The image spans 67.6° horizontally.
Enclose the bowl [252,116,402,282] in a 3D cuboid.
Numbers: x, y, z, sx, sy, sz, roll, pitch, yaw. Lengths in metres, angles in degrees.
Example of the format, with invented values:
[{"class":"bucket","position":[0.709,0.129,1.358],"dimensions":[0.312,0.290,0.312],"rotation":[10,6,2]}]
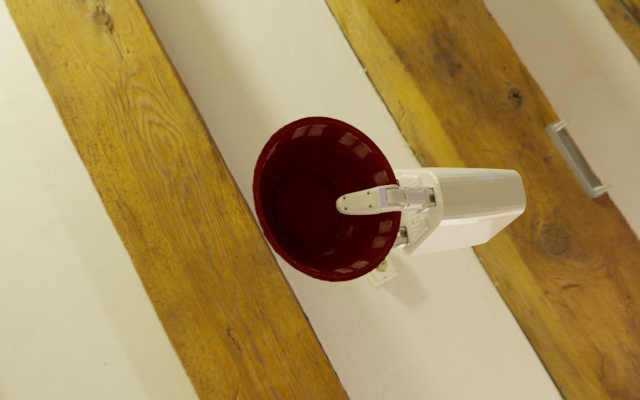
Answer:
[{"class":"bowl","position":[-0.001,0.001,0.475],"dimensions":[0.162,0.162,0.055],"rotation":[0,-12,-29]}]
